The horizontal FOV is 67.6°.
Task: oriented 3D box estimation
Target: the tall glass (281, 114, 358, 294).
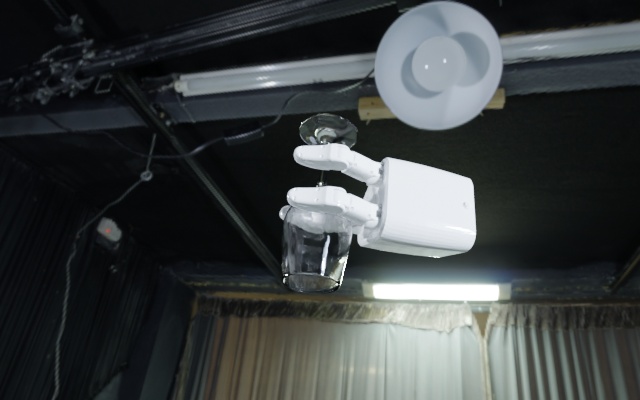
[{"bbox_3d":[0.000,0.001,0.548,0.079,0.201,0.079,5,-29,3],"label":"tall glass"}]
